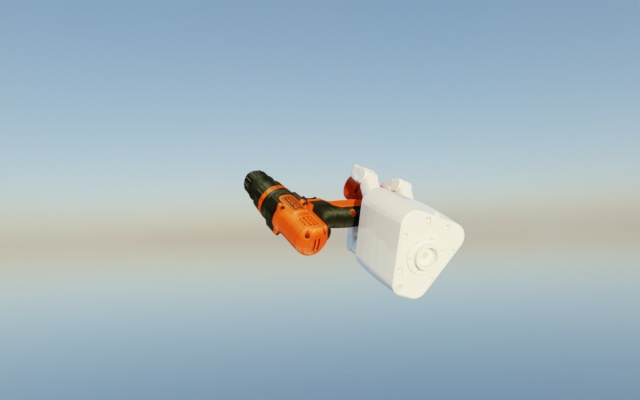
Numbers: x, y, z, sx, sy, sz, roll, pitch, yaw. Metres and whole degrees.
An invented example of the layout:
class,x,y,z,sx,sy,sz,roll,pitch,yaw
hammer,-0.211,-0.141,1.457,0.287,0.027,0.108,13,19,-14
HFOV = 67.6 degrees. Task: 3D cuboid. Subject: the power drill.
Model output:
class,x,y,z,sx,sy,sz,roll,pitch,yaw
power drill,0.001,0.002,0.695,0.187,0.057,0.184,-11,38,-33
